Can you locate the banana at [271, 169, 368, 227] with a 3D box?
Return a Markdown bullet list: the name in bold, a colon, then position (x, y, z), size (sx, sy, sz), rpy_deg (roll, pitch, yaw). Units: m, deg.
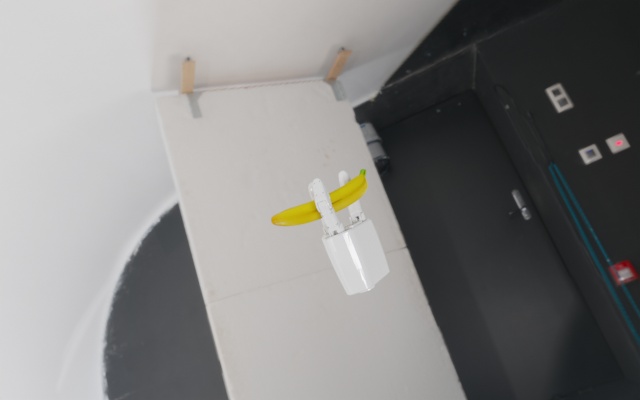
- **banana**: position (0.007, 0.005, 0.844), size (0.198, 0.037, 0.069), rpy_deg (-26, 16, -7)
